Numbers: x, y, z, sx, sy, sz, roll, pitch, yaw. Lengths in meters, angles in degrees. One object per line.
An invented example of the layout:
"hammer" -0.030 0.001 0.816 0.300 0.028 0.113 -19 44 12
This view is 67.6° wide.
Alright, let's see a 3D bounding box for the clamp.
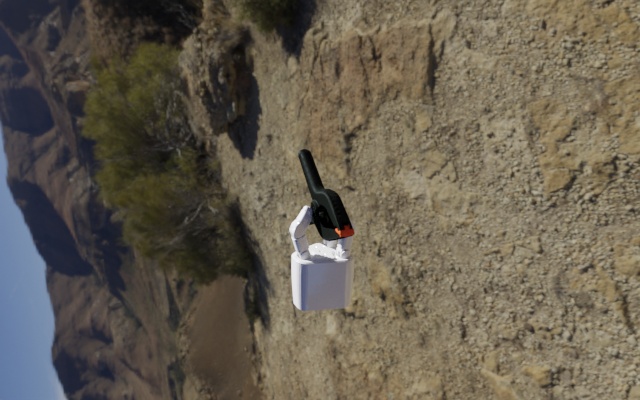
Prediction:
"clamp" 0.000 0.003 0.869 0.036 0.165 0.210 -8 21 -24
